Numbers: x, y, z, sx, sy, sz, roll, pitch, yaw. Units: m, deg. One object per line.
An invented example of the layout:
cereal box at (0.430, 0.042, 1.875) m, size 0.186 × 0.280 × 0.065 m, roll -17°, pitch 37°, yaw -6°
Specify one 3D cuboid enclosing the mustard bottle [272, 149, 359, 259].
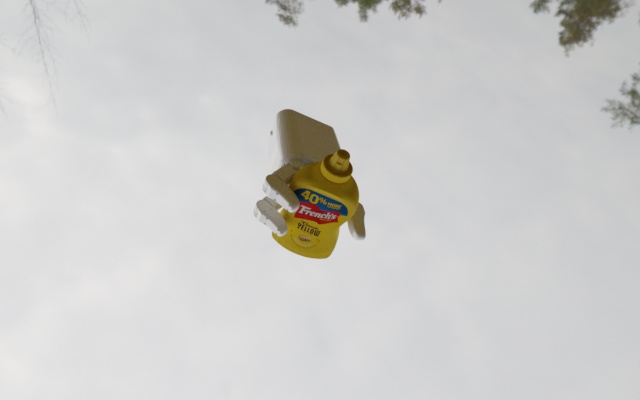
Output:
mustard bottle at (0.000, 0.003, 0.656) m, size 0.096 × 0.058 × 0.192 m, roll 23°, pitch -45°, yaw -2°
